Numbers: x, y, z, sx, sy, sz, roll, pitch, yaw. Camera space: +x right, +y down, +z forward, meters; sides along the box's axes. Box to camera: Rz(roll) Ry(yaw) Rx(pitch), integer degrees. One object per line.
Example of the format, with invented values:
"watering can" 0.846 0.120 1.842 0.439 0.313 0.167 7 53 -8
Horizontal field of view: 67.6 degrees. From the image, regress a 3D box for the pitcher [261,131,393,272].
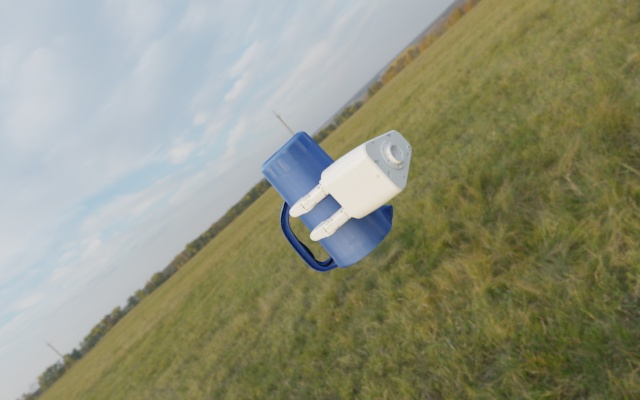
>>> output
"pitcher" 0.000 0.003 0.872 0.145 0.243 0.149 -34 12 47
